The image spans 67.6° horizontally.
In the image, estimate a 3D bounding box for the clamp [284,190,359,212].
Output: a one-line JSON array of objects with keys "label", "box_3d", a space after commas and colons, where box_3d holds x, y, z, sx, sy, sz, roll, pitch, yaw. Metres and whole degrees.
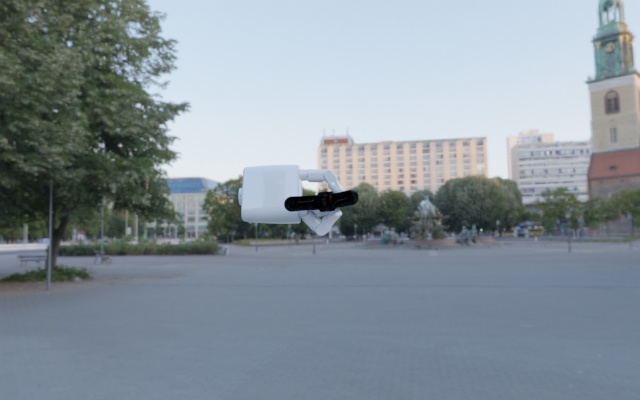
[{"label": "clamp", "box_3d": [0.000, 0.002, 0.835, 0.120, 0.039, 0.171, 0, -4, -1]}]
